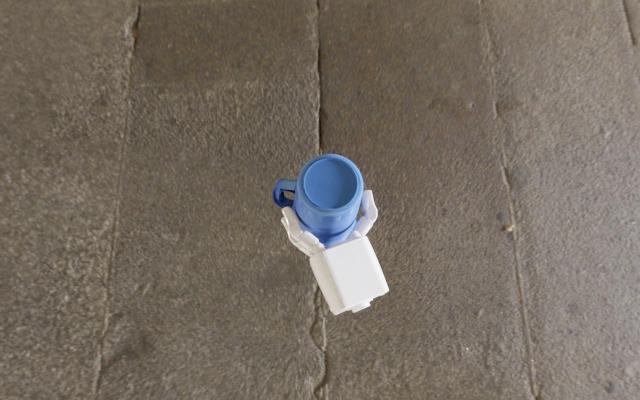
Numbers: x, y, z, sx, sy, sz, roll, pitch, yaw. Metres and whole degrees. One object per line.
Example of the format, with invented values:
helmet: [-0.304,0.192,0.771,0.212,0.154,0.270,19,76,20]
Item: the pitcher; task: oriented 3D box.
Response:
pitcher: [0.000,0.003,0.875,0.149,0.145,0.243,-22,-14,-9]
